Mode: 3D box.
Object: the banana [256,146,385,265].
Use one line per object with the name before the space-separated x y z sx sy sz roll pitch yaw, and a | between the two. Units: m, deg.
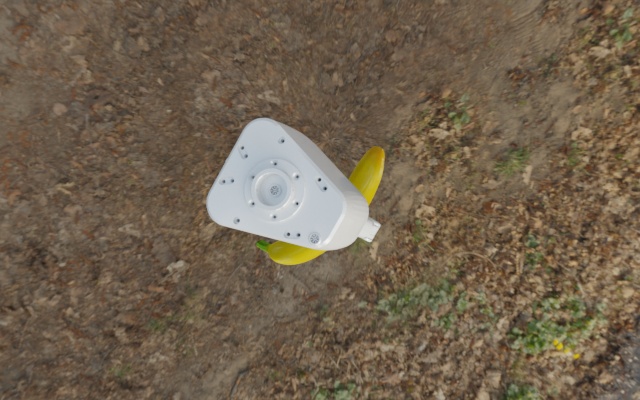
banana | 0.006 0.018 0.558 0.198 0.069 0.037 -38 -26 12
